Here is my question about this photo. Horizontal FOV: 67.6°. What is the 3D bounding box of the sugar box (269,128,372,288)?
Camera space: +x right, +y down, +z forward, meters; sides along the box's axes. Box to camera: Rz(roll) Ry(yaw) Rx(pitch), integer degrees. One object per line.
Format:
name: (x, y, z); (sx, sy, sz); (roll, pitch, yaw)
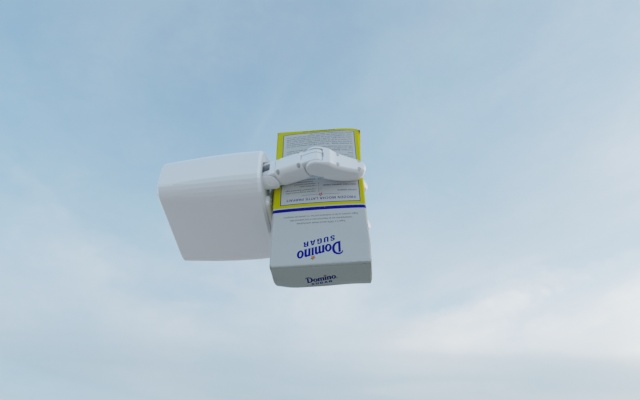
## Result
sugar box: (0.000, 0.002, 0.486); (0.093, 0.176, 0.048); (-3, -37, 4)
